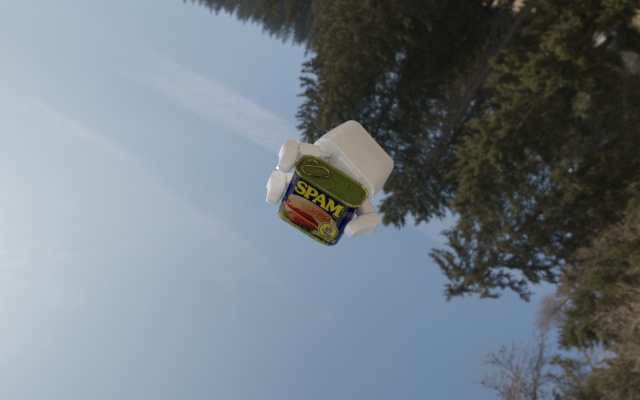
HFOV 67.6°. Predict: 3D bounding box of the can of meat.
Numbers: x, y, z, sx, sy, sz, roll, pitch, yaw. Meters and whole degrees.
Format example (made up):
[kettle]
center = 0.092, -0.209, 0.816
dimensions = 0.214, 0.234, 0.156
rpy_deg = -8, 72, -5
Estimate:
[can of meat]
center = 0.000, 0.002, 0.644
dimensions = 0.102, 0.084, 0.057
rpy_deg = 32, 36, 7
